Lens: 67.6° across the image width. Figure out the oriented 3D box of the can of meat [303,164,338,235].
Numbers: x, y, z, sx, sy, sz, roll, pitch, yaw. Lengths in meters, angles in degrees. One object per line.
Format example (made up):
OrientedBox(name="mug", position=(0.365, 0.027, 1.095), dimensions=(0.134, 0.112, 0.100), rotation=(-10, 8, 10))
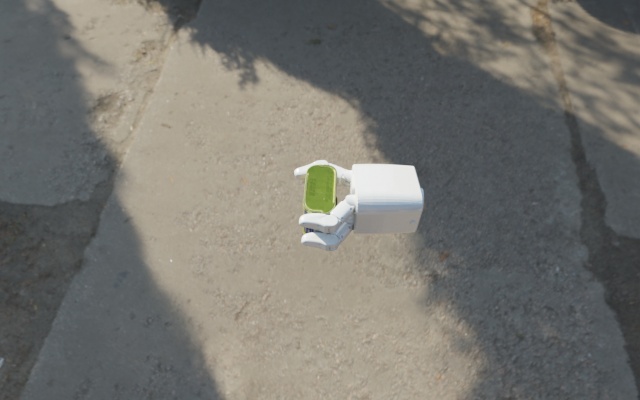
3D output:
OrientedBox(name="can of meat", position=(0.000, 0.002, 0.793), dimensions=(0.057, 0.102, 0.084), rotation=(3, -34, 2))
